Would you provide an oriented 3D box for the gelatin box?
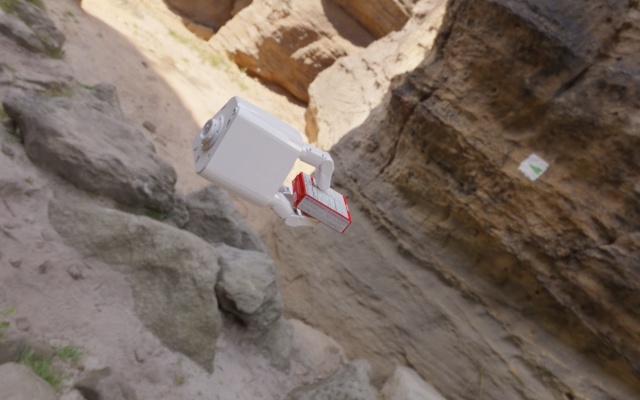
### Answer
[{"bbox_3d":[0.001,0.002,0.712,0.089,0.030,0.073,30,22,-21],"label":"gelatin box"}]
